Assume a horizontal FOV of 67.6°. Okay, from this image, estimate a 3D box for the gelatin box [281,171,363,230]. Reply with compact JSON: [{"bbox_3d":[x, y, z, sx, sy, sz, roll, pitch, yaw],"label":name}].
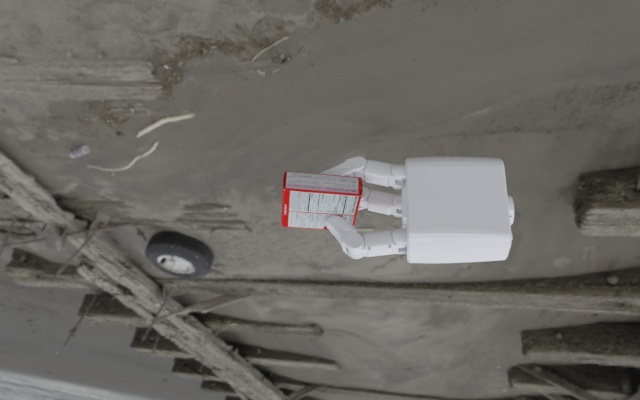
[{"bbox_3d":[0.000,0.002,0.553,0.089,0.030,0.073,4,-37,-3],"label":"gelatin box"}]
